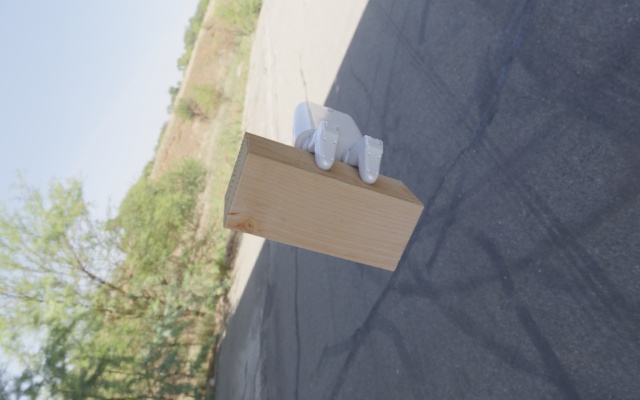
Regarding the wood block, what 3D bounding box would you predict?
[{"bbox_3d":[0.000,0.002,0.557,0.206,0.091,0.090,16,18,-16],"label":"wood block"}]
